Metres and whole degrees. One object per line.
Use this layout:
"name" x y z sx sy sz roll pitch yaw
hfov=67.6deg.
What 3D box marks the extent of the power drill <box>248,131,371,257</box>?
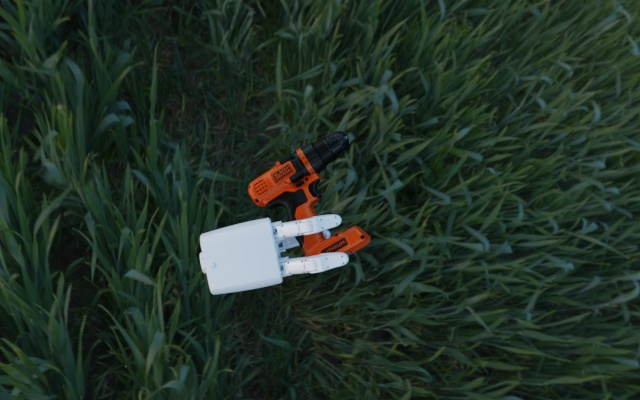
"power drill" 0.000 0.003 0.755 0.184 0.187 0.057 -33 -16 6
